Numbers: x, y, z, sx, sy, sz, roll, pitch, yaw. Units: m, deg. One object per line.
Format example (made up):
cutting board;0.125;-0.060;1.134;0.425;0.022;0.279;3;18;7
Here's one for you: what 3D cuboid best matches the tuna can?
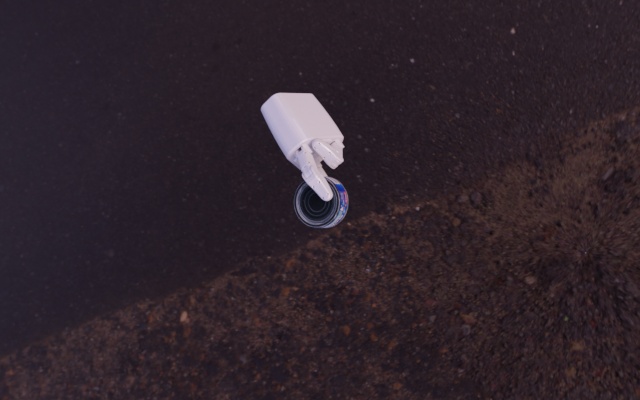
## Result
tuna can;0.000;0.003;0.778;0.086;0.086;0.034;0;-1;26
